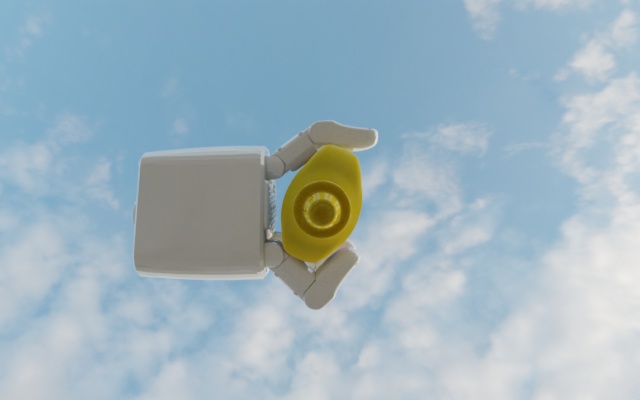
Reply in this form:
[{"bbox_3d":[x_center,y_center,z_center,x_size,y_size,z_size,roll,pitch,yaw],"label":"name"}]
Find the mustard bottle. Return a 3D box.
[{"bbox_3d":[0.000,0.001,0.402,0.058,0.096,0.191,23,3,-1],"label":"mustard bottle"}]
